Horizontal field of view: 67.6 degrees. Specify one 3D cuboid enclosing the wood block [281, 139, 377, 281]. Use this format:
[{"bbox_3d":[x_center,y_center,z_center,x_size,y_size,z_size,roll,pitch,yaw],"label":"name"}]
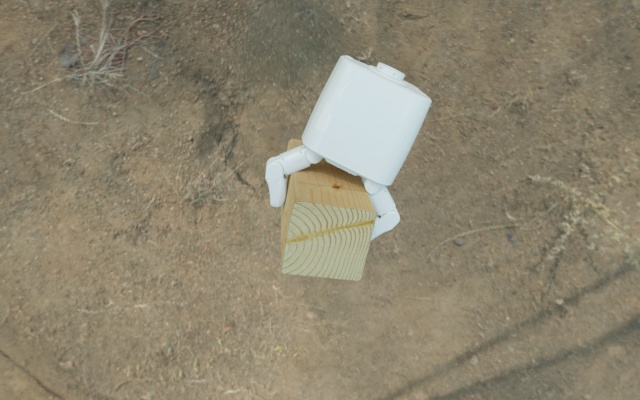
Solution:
[{"bbox_3d":[0.000,0.002,0.598,0.091,0.090,0.206,8,24,-8],"label":"wood block"}]
